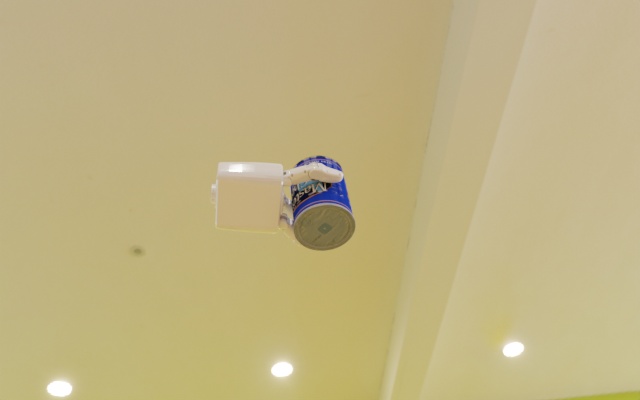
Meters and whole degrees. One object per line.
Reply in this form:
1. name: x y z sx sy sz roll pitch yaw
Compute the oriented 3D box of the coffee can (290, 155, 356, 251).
1. coffee can: 0.000 0.003 0.836 0.103 0.103 0.140 0 40 -8
